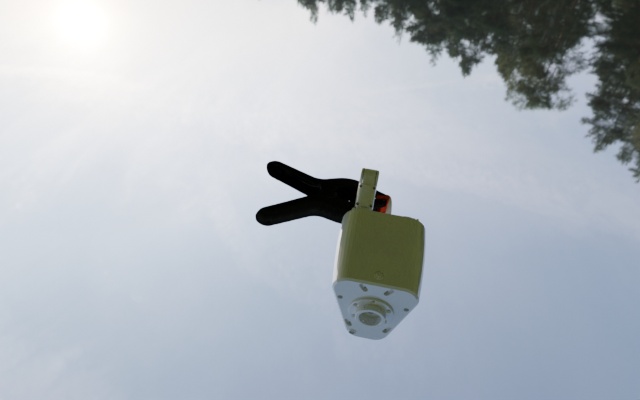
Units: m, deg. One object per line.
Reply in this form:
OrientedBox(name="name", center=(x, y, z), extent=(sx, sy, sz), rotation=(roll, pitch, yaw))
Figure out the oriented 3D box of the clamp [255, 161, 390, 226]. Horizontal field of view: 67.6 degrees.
OrientedBox(name="clamp", center=(0.000, 0.002, 0.609), extent=(0.171, 0.039, 0.120), rotation=(11, 44, 5))
